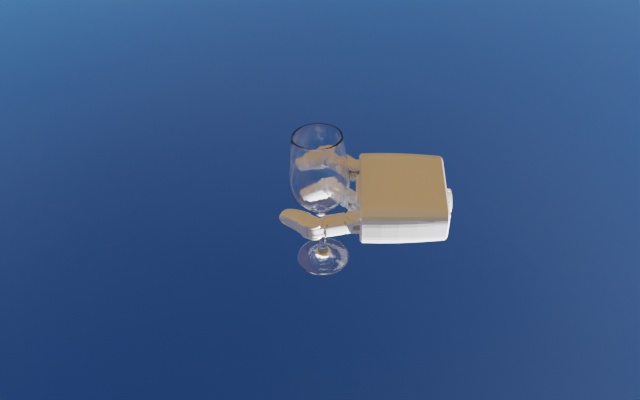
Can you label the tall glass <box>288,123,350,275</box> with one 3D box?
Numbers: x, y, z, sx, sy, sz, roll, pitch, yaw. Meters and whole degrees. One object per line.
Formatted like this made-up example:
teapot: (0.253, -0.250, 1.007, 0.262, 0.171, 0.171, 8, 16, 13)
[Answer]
tall glass: (0.000, 0.003, 0.622, 0.079, 0.201, 0.079, -2, 39, 2)
